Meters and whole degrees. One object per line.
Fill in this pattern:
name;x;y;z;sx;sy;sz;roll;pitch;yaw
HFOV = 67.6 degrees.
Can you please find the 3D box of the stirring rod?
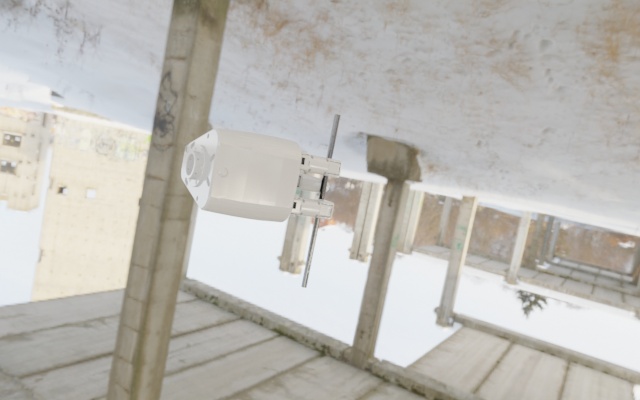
stirring rod;0.000;0.002;0.653;0.011;0.239;0.011;11;4;-1
